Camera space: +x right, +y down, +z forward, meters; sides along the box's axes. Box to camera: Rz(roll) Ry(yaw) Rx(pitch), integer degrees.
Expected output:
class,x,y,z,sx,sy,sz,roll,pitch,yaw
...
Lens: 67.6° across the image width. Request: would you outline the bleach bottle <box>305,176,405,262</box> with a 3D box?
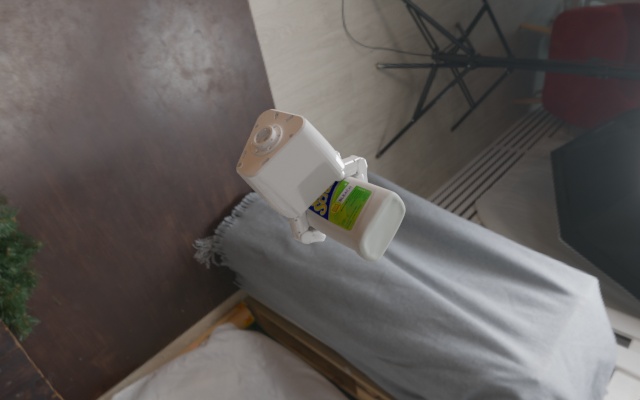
class,x,y,z,sx,sy,sz,roll,pitch,yaw
bleach bottle,0.000,0.002,0.727,0.250,0.102,0.068,21,-17,41
